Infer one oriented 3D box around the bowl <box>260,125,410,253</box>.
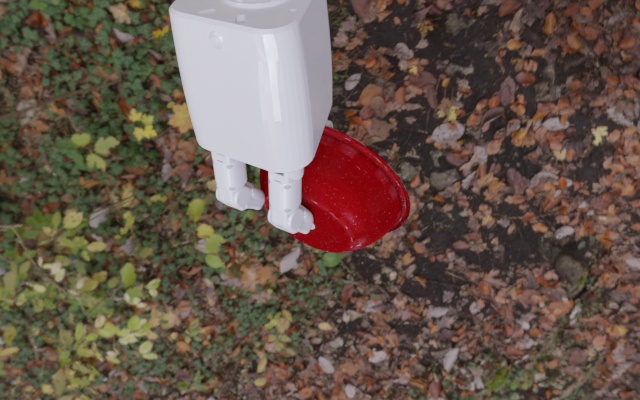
[{"bbox_3d":[0.000,0.003,0.456,0.162,0.055,0.162,23,-28,13],"label":"bowl"}]
